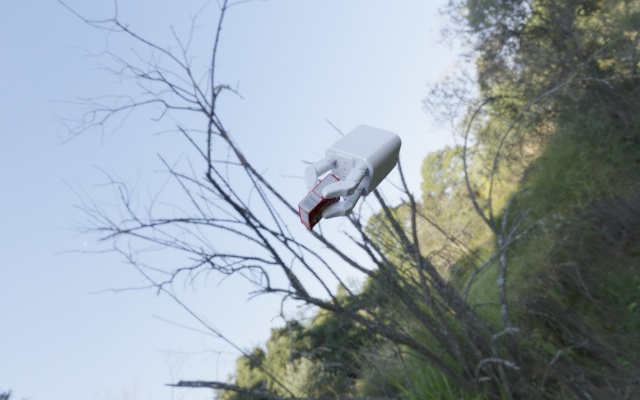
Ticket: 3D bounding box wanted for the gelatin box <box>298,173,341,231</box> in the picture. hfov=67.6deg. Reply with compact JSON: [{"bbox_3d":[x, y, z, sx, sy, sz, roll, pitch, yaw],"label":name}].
[{"bbox_3d":[0.000,0.003,0.867,0.030,0.089,0.073,38,-20,19],"label":"gelatin box"}]
